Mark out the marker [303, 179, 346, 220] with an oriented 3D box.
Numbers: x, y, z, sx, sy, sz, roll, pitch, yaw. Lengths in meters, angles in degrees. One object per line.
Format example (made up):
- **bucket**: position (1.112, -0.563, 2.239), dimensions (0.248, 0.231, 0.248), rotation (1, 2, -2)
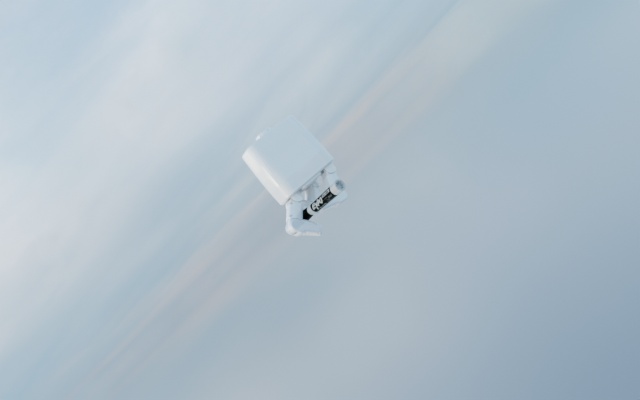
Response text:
- **marker**: position (0.000, 0.002, 0.736), dimensions (0.020, 0.020, 0.121), rotation (0, -25, -31)
